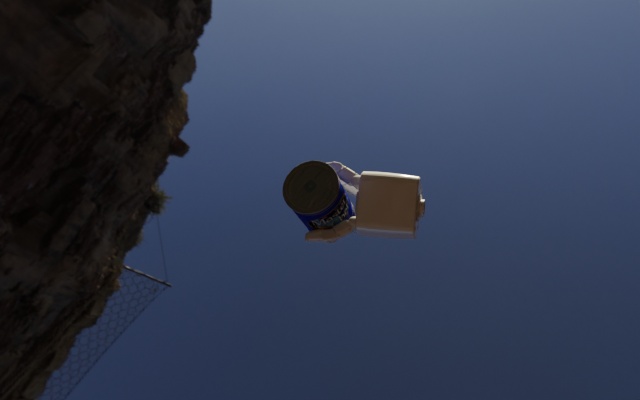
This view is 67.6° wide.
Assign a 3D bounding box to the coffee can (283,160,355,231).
[{"bbox_3d":[0.000,0.003,0.893,0.103,0.102,0.140,0,-24,17],"label":"coffee can"}]
